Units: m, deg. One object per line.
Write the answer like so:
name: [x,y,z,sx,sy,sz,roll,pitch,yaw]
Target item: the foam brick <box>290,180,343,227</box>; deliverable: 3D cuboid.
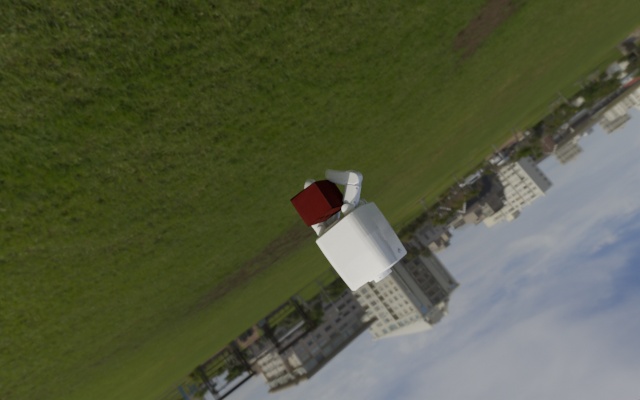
foam brick: [0.000,0.002,0.756,0.053,0.051,0.078,-36,-9,22]
